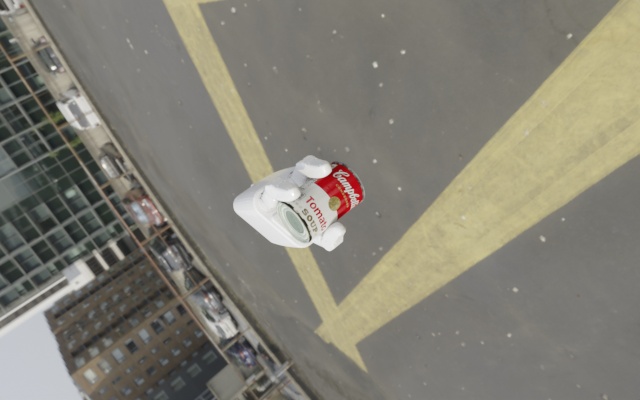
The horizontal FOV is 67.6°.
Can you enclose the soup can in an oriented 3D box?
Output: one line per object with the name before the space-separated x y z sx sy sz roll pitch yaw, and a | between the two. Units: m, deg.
soup can | 0.000 0.002 0.638 0.102 0.068 0.068 -37 17 -25
